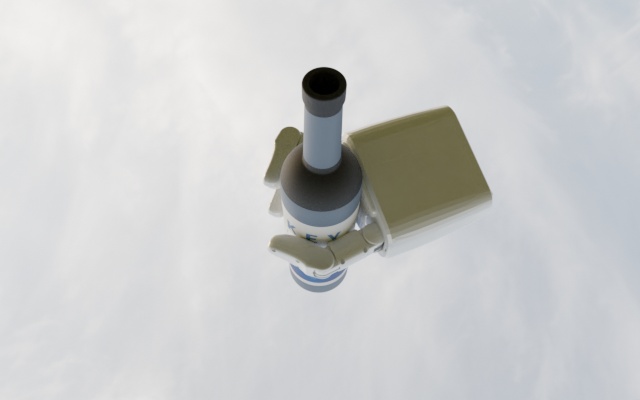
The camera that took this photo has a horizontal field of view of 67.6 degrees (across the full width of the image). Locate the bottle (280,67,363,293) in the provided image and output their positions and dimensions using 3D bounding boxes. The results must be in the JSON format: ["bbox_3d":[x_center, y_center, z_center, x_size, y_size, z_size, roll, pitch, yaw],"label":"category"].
[{"bbox_3d":[0.000,0.002,0.413,0.069,0.069,0.296,0,-29,-1],"label":"bottle"}]
